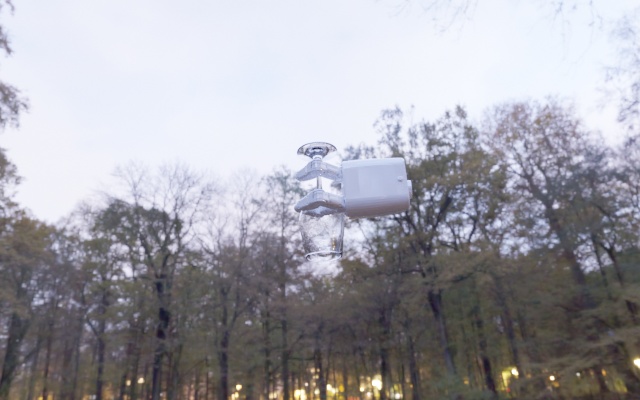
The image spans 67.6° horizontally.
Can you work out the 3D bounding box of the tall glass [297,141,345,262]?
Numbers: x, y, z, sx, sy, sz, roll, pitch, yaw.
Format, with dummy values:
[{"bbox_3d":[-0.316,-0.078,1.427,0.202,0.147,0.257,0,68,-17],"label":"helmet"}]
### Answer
[{"bbox_3d":[0.000,0.002,0.831,0.079,0.201,0.079,-3,-23,-1],"label":"tall glass"}]
